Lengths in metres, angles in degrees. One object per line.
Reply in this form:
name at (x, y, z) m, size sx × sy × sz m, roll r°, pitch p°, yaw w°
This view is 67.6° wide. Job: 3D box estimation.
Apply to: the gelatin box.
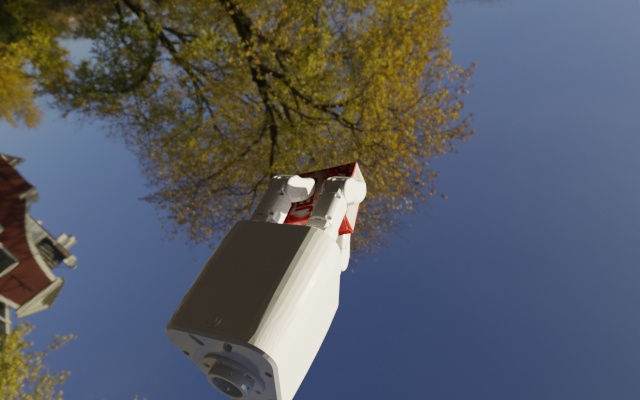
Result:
gelatin box at (0.000, 0.002, 0.474) m, size 0.073 × 0.030 × 0.089 m, roll -11°, pitch 33°, yaw 22°
